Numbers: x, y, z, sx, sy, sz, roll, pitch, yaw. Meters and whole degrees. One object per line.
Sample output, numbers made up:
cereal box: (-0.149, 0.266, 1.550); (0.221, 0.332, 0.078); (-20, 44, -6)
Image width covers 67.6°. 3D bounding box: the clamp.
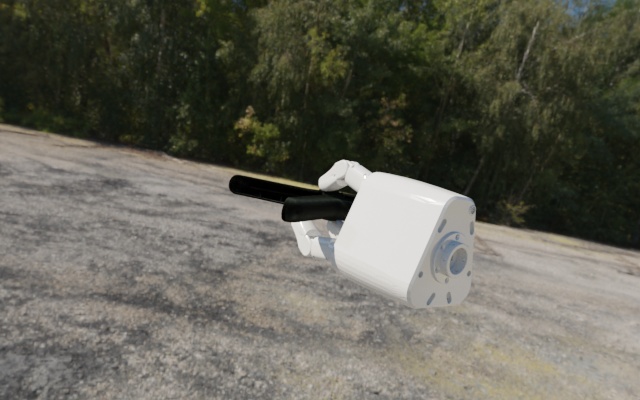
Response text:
clamp: (0.001, 0.001, 0.587); (0.210, 0.036, 0.164); (6, 10, -39)
